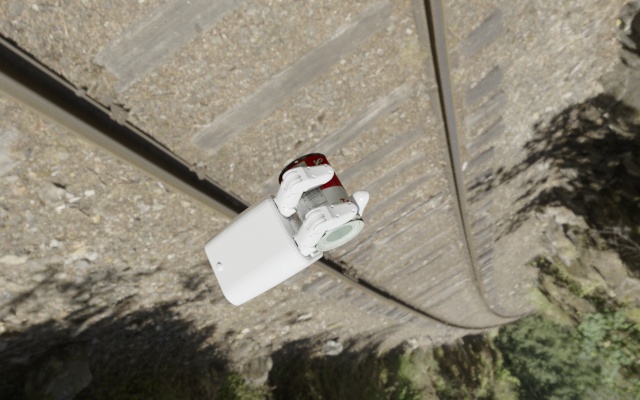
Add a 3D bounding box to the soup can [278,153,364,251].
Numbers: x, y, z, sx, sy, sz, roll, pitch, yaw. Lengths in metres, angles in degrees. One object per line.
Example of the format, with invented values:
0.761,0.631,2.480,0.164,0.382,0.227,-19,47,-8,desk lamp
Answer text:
0.001,0.002,0.582,0.068,0.102,0.068,-25,-24,-12,soup can
